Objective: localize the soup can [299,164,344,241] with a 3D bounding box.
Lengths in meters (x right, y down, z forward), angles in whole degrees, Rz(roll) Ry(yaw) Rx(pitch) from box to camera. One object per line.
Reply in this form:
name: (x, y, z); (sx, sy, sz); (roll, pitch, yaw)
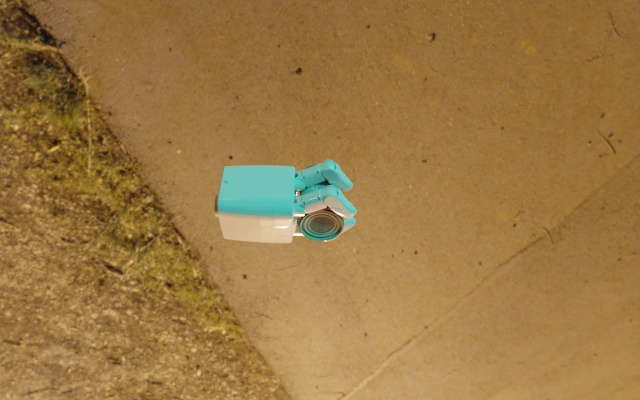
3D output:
soup can: (0.001, 0.003, 0.725); (0.068, 0.069, 0.102); (0, 44, -2)
